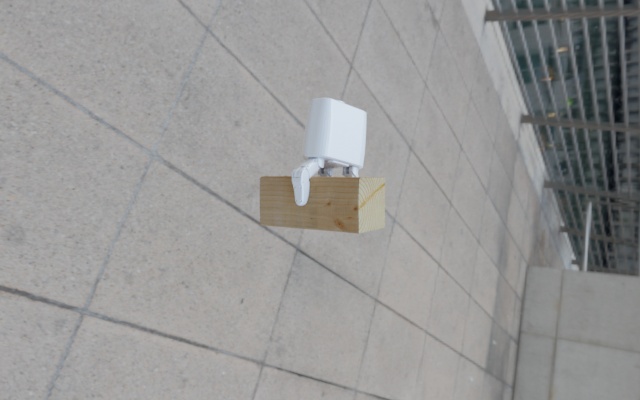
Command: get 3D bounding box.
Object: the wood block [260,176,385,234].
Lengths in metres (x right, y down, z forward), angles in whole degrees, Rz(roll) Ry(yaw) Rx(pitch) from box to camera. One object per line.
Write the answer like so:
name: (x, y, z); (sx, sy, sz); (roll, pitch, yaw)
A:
wood block: (0.000, 0.002, 0.835); (0.206, 0.090, 0.091); (2, 4, 35)
